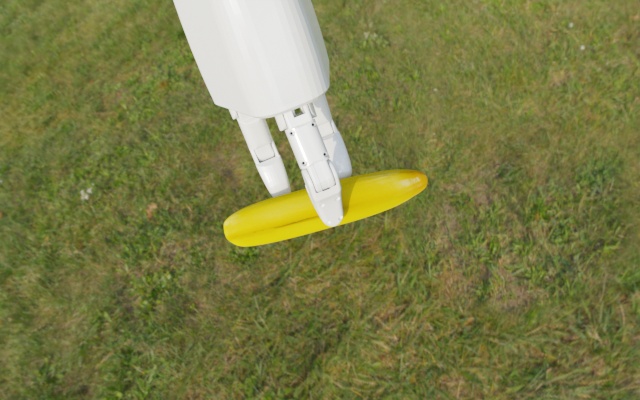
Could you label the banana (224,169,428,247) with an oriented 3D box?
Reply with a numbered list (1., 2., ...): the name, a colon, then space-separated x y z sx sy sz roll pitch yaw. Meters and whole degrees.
1. banana: -0.007 0.006 0.410 0.198 0.037 0.069 -15 8 16
